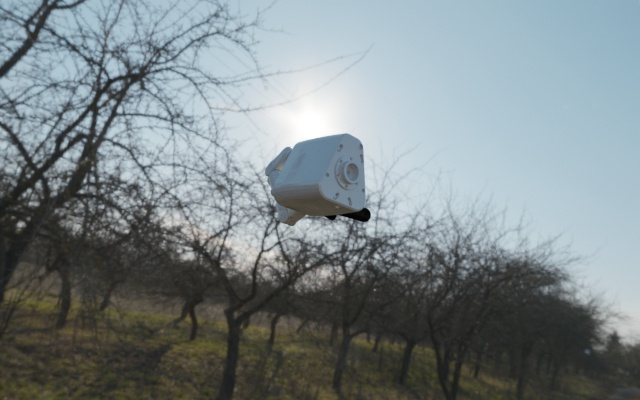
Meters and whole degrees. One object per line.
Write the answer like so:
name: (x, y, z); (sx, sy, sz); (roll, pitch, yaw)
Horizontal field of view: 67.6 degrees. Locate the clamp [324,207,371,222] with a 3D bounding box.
clamp: (0.000, 0.002, 0.809); (0.171, 0.039, 0.120); (22, -17, -38)
